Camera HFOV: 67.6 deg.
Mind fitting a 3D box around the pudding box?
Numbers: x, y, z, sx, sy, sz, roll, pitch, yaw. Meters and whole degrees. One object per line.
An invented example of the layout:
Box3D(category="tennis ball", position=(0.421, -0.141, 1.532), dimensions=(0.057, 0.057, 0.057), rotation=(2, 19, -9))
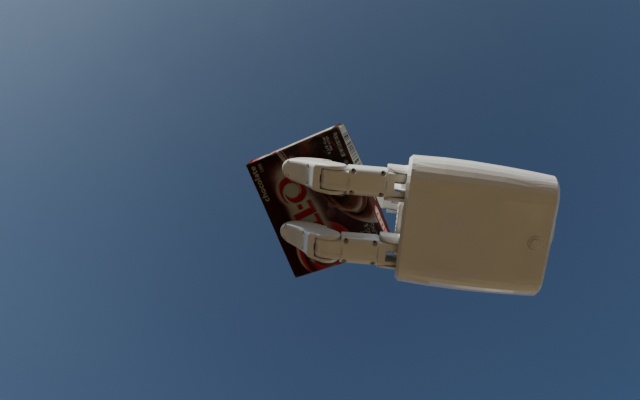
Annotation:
Box3D(category="pudding box", position=(0.000, 0.001, 0.416), dimensions=(0.090, 0.113, 0.039), rotation=(-20, 6, 19))
